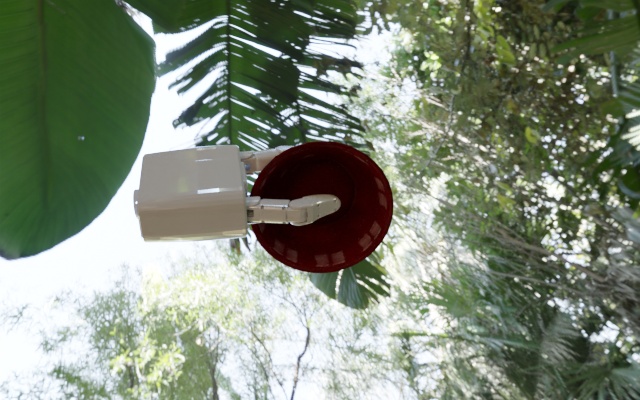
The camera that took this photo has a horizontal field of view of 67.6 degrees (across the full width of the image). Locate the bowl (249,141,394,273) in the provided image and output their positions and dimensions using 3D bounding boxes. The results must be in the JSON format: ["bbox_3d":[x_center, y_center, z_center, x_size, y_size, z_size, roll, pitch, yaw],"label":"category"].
[{"bbox_3d":[0.001,0.002,0.552,0.162,0.162,0.055,0,24,-3],"label":"bowl"}]
